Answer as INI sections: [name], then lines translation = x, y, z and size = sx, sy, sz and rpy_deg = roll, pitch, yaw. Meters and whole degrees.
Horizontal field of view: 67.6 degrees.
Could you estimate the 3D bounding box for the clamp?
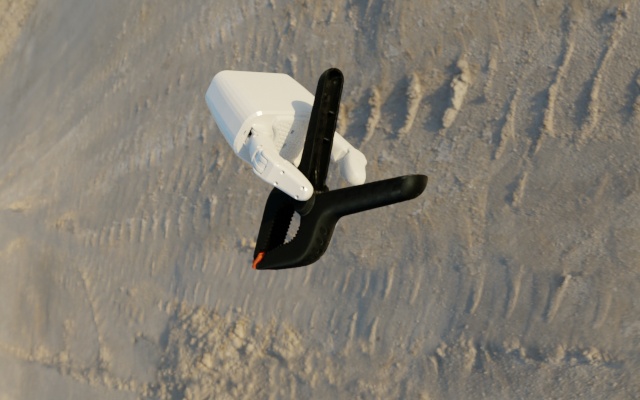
[clamp]
translation = -0.001, 0.002, 0.449
size = 0.036, 0.210, 0.164
rpy_deg = 10, 31, -42
